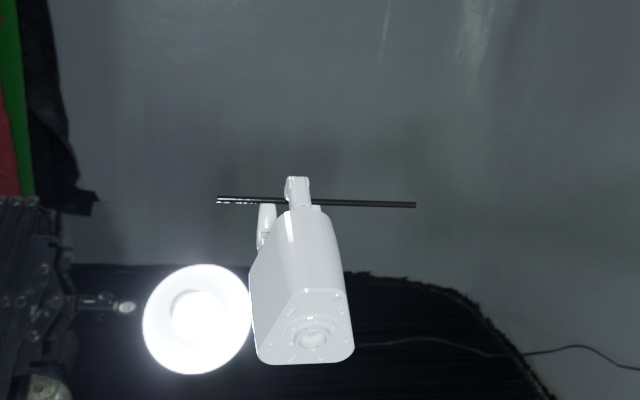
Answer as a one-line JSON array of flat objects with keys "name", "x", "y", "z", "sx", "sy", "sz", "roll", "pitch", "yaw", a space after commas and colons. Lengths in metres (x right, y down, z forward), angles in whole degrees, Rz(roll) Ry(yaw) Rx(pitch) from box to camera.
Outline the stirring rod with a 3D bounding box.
[{"name": "stirring rod", "x": 0.000, "y": 0.002, "z": 0.568, "sx": 0.239, "sy": 0.011, "sz": 0.011, "roll": 2, "pitch": 0, "yaw": -12}]
